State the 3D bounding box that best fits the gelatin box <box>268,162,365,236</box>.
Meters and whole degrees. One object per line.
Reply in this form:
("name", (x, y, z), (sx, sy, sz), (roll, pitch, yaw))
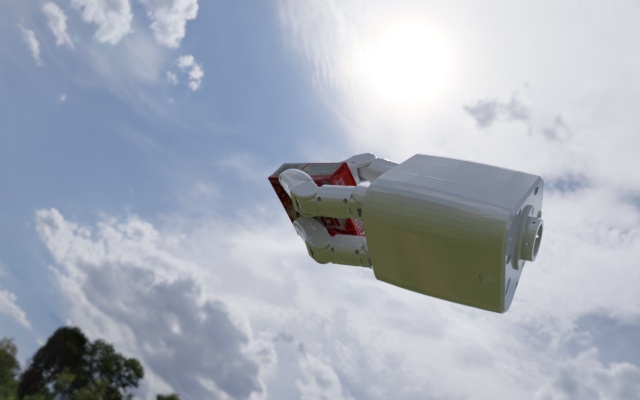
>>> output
("gelatin box", (0.000, 0.001, 0.455), (0.089, 0.073, 0.030), (4, 39, 45))
